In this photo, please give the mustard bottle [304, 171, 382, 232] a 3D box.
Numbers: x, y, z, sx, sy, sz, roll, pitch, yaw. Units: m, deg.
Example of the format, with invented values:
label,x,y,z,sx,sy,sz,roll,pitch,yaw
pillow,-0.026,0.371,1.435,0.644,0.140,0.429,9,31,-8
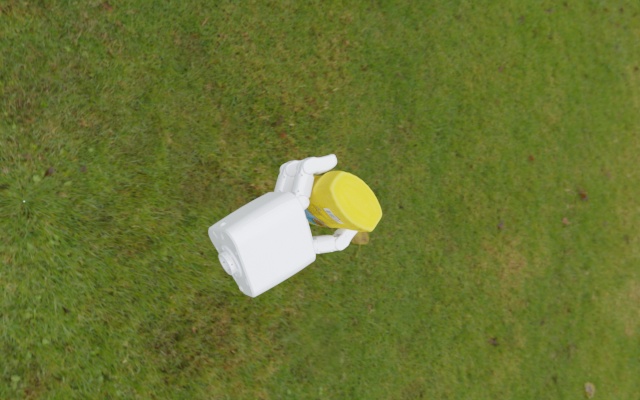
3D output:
label,x,y,z,sx,sy,sz,roll,pitch,yaw
mustard bottle,0.000,0.002,0.713,0.096,0.058,0.191,43,-21,-24
